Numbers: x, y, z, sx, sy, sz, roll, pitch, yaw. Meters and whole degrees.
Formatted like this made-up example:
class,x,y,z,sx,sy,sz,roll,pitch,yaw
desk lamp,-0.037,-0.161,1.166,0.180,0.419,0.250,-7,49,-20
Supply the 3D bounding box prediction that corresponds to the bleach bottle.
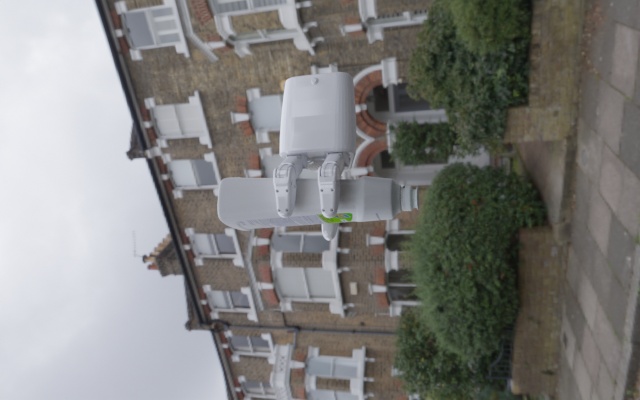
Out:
class,x,y,z,sx,sy,sz,roll,pitch,yaw
bleach bottle,0.000,0.002,0.620,0.251,0.068,0.102,-2,-10,16
